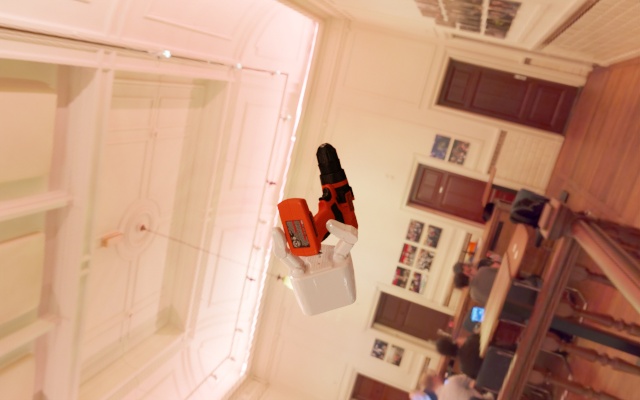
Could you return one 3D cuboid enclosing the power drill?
[{"bbox_3d":[0.000,0.003,0.851,0.057,0.184,0.187,-9,15,33],"label":"power drill"}]
